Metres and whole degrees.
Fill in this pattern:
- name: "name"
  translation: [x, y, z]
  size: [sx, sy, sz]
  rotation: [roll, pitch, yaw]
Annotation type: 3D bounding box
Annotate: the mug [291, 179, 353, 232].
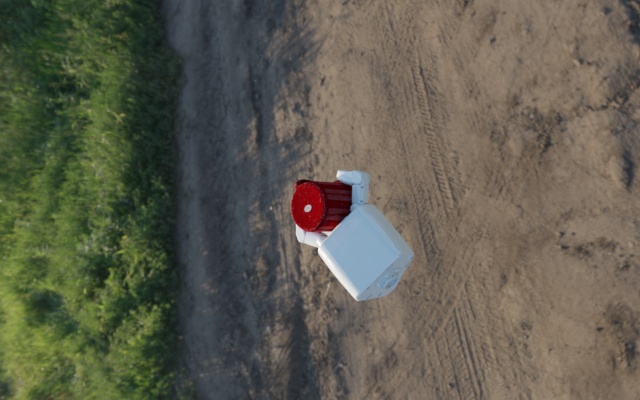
- name: "mug"
  translation: [-0.001, 0.002, 0.786]
  size: [0.081, 0.093, 0.117]
  rotation: [2, 39, -47]
